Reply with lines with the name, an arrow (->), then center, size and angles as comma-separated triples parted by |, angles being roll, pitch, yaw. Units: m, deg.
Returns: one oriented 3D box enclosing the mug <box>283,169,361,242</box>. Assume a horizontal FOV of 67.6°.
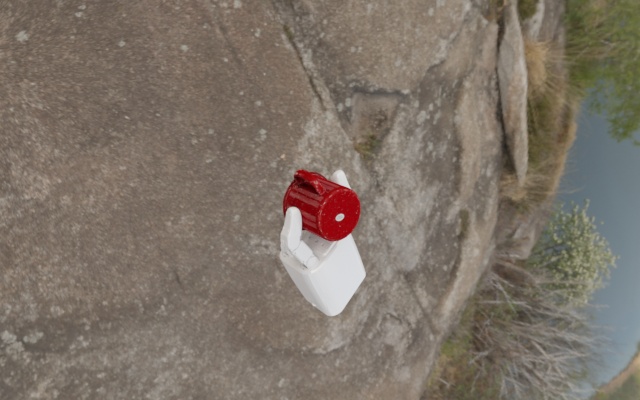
mug -> 0.000, 0.001, 0.696 | 0.093, 0.117, 0.081 | -42, 36, -21
